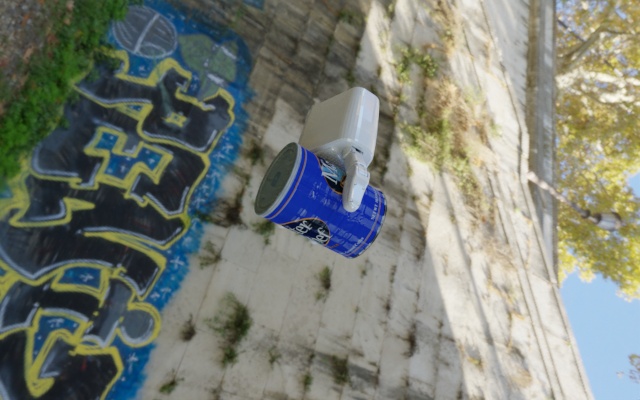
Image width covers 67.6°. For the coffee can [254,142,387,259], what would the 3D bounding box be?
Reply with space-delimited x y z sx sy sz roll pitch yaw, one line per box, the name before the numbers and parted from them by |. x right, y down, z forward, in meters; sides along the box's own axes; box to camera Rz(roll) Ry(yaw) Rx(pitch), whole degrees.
coffee can | 0.000 0.002 0.621 0.140 0.103 0.103 28 -11 -22
